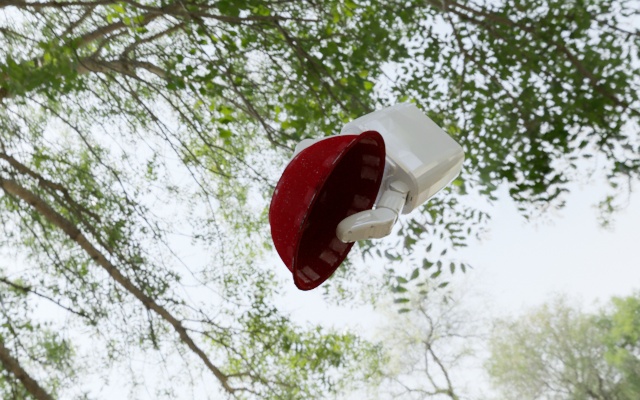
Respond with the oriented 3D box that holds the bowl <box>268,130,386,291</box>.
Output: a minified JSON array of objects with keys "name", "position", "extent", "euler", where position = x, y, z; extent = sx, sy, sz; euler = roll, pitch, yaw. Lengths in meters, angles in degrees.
[{"name":"bowl","position":[-0.001,0.002,0.449],"extent":[0.055,0.162,0.162],"euler":[26,10,21]}]
